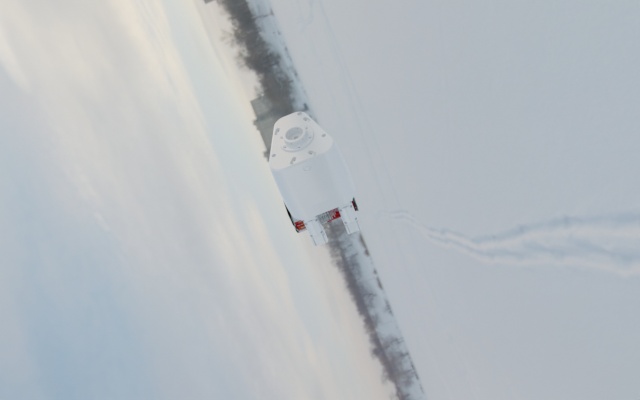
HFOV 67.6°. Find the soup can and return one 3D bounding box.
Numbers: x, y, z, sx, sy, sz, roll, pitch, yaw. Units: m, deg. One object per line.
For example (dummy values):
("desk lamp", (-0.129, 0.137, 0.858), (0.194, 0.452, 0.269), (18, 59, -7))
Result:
("soup can", (0.000, 0.003, 0.742), (0.102, 0.068, 0.068), (-21, -1, 2))
